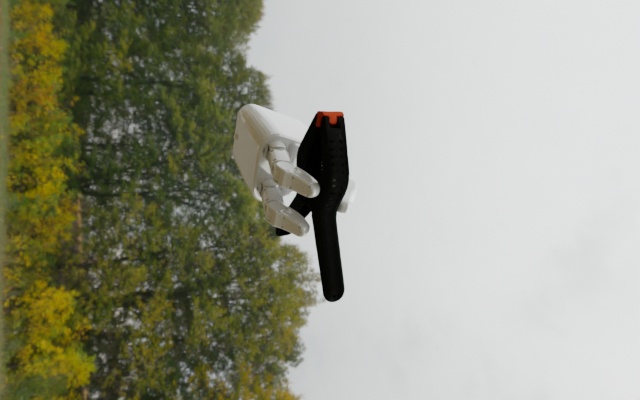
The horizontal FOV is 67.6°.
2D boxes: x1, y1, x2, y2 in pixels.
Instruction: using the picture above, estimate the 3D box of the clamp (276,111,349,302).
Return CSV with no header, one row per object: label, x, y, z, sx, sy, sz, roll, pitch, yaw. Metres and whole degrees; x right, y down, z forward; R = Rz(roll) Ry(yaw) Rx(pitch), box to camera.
clamp,0.001,0.001,0.560,0.036,0.210,0.164,-5,36,-29
